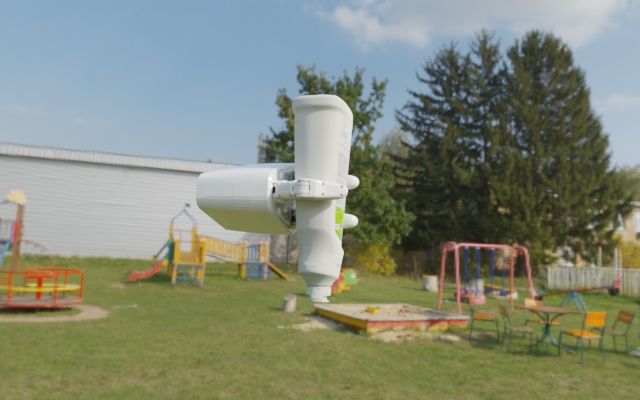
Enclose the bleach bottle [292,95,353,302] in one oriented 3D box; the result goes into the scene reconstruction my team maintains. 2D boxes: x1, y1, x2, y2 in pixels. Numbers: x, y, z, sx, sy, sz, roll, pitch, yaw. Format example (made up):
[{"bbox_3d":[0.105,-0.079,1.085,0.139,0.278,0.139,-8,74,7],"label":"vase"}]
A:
[{"bbox_3d":[0.000,0.002,0.609,0.068,0.251,0.102,1,-7,18],"label":"bleach bottle"}]
